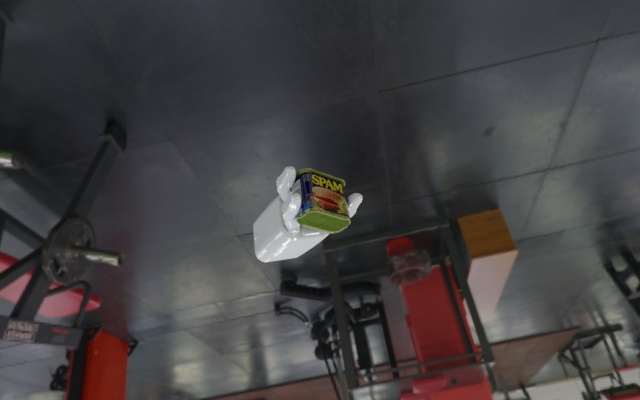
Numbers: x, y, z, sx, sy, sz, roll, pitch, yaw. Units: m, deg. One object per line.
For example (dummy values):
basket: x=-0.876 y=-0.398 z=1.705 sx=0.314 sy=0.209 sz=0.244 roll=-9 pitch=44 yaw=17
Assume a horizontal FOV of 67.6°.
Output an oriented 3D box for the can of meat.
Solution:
can of meat: x=0.000 y=0.003 z=0.818 sx=0.102 sy=0.084 sz=0.057 roll=18 pitch=-41 yaw=-36
